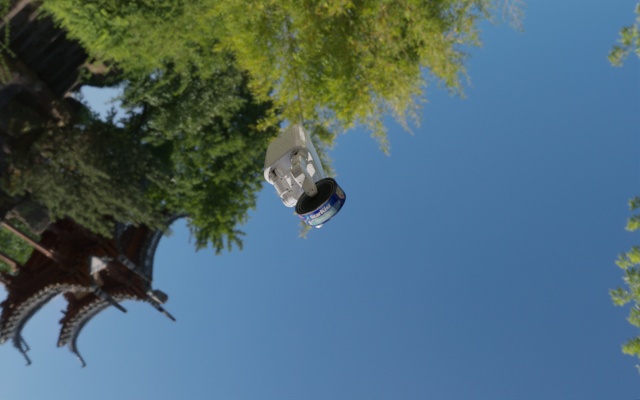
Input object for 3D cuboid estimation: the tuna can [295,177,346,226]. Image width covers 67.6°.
[{"bbox_3d":[0.000,0.003,0.808,0.086,0.086,0.034,0,-43,53],"label":"tuna can"}]
